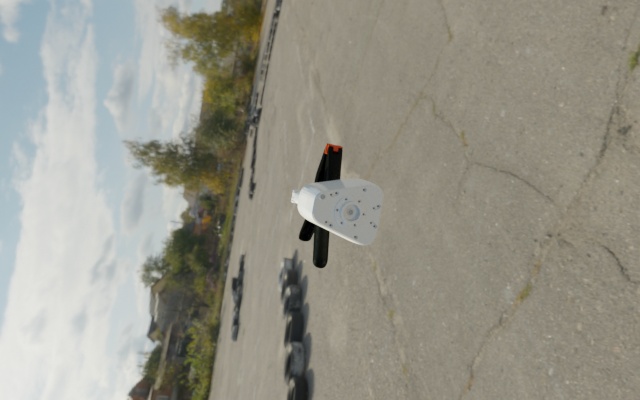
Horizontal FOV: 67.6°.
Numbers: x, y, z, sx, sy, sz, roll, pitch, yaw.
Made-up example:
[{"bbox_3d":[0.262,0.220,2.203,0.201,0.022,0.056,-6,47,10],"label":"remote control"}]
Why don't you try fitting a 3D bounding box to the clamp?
[{"bbox_3d":[0.000,0.002,0.864,0.036,0.210,0.164,10,4,-15],"label":"clamp"}]
